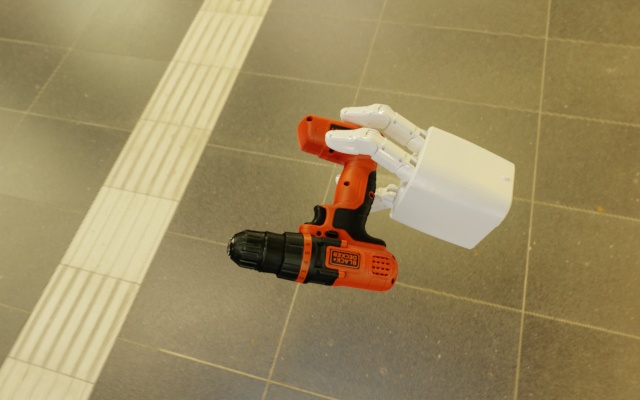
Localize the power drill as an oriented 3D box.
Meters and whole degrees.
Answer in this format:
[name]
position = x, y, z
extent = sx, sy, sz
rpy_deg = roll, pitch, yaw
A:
[power drill]
position = 0.000, 0.001, 0.534
extent = 0.184, 0.187, 0.057
rpy_deg = 12, -21, -14
